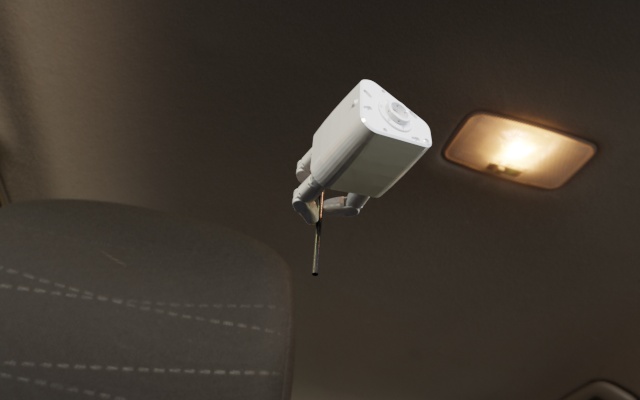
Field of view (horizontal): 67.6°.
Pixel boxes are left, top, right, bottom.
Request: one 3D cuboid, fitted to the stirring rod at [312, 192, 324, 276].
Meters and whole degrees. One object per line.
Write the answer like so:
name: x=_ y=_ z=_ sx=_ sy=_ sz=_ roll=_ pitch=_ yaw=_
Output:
stirring rod: x=0.000 y=0.002 z=0.675 sx=0.011 sy=0.239 sz=0.011 roll=2 pitch=-41 yaw=2
